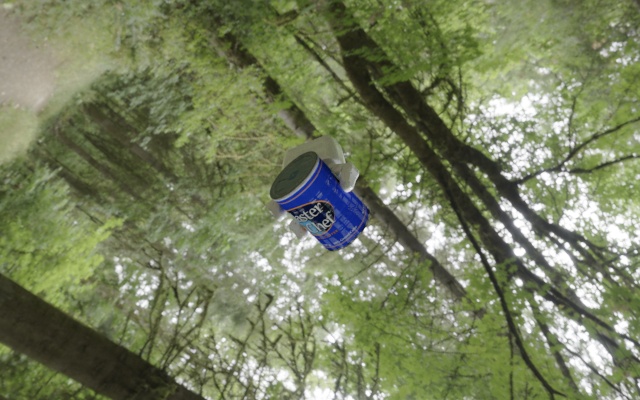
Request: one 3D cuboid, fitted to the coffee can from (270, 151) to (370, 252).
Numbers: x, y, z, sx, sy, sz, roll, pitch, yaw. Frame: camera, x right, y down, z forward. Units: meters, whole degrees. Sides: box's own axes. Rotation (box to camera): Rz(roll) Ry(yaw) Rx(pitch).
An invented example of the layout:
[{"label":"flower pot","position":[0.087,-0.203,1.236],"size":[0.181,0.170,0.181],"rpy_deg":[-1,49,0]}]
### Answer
[{"label":"coffee can","position":[0.000,0.003,0.794],"size":[0.140,0.102,0.103],"rpy_deg":[45,-23,-25]}]
